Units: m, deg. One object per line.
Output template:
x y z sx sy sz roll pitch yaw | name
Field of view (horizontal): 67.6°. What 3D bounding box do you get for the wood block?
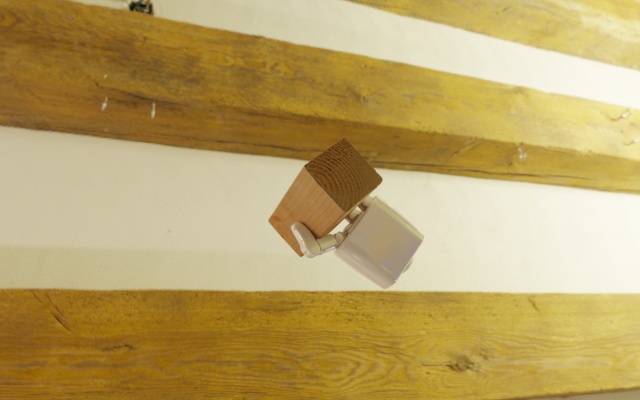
0.000 0.003 0.762 0.090 0.090 0.206 -39 -6 -31 | wood block
